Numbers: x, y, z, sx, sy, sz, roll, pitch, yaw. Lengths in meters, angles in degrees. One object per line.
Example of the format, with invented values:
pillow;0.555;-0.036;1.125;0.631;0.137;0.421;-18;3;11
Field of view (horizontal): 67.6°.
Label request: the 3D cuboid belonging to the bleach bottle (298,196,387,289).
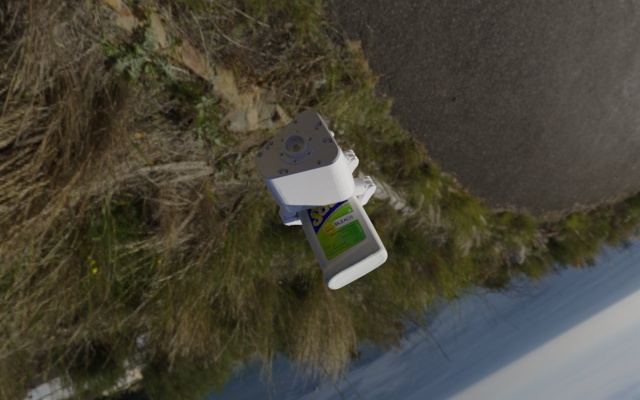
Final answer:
bleach bottle;0.000;0.002;0.734;0.102;0.250;0.068;-29;-26;-1
